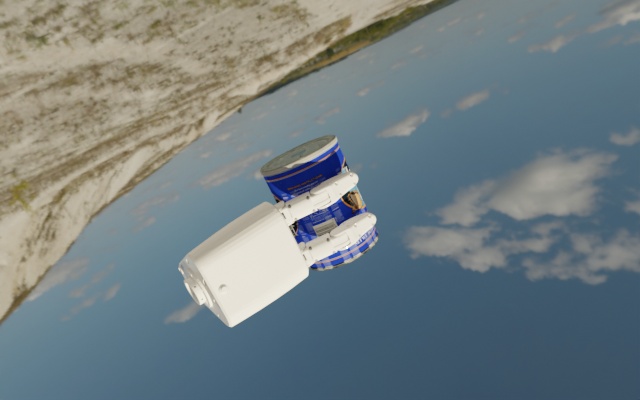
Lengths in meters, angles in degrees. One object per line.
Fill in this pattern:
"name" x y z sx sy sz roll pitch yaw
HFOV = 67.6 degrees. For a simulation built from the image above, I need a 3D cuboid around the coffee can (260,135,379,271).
"coffee can" 0.000 0.002 0.604 0.103 0.140 0.102 -23 15 7
